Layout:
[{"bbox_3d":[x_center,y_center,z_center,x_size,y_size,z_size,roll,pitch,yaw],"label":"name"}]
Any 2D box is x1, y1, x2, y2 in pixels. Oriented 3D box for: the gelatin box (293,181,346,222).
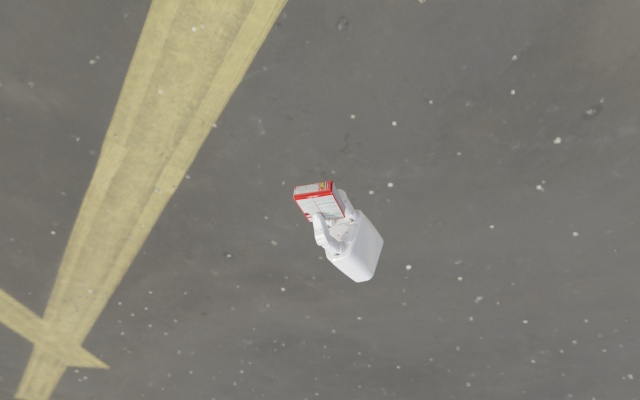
[{"bbox_3d":[0.000,0.003,0.878,0.073,0.030,0.089,-8,-35,18],"label":"gelatin box"}]
